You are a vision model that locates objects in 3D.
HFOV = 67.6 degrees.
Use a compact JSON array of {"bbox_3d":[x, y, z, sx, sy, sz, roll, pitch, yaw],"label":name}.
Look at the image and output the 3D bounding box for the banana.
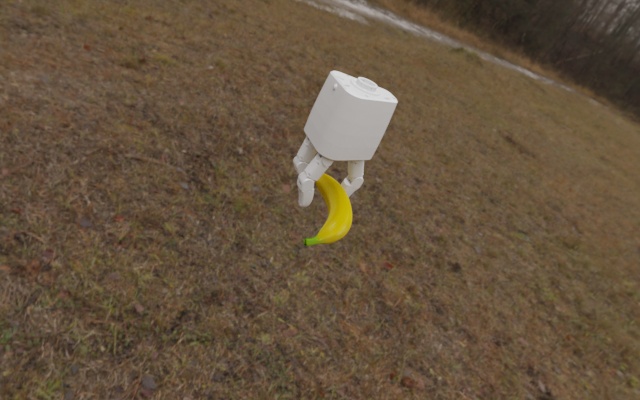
[{"bbox_3d":[0.017,0.010,0.763,0.069,0.037,0.197,19,31,-7],"label":"banana"}]
